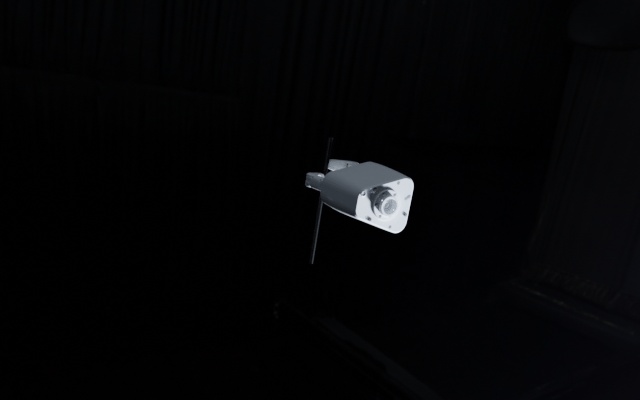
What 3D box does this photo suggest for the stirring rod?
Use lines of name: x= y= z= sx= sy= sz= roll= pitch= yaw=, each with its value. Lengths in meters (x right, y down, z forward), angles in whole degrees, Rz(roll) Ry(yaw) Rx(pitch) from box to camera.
stirring rod: x=0.000 y=0.003 z=0.883 sx=0.011 sy=0.239 sz=0.011 roll=9 pitch=12 yaw=-2
